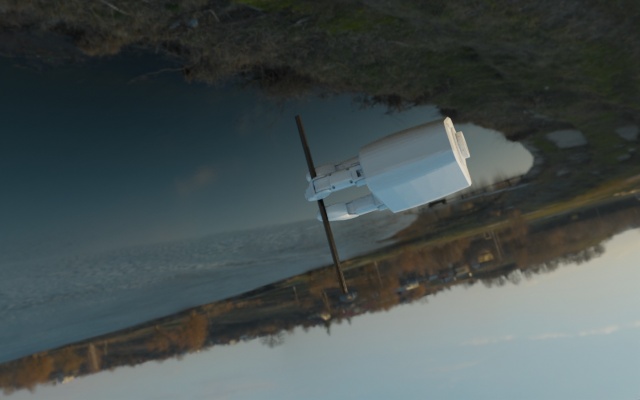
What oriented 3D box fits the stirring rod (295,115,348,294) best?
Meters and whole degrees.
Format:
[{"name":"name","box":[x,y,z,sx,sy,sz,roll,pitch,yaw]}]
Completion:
[{"name":"stirring rod","box":[0.000,0.002,0.618,0.011,0.239,0.011,-15,-9,-3]}]
